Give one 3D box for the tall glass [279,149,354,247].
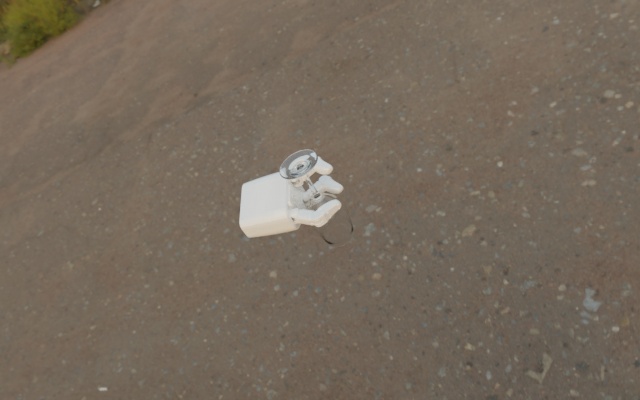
[{"bbox_3d":[0.000,0.002,0.897,0.079,0.079,0.201,0,-42,33],"label":"tall glass"}]
